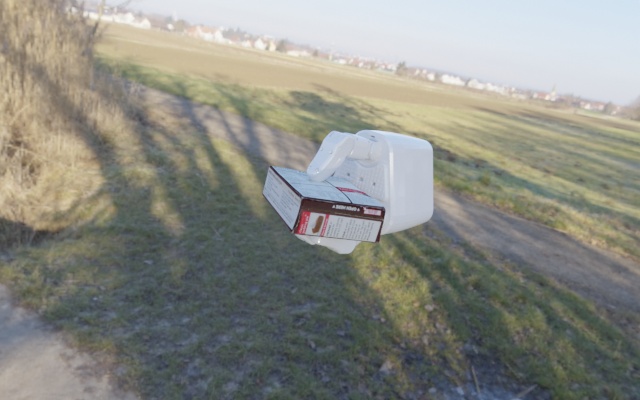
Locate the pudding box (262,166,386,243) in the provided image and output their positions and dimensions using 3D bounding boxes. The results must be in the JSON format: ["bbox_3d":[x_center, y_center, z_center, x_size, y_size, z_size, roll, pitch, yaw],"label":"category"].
[{"bbox_3d":[0.000,0.001,0.474,0.090,0.039,0.113,7,14,-23],"label":"pudding box"}]
